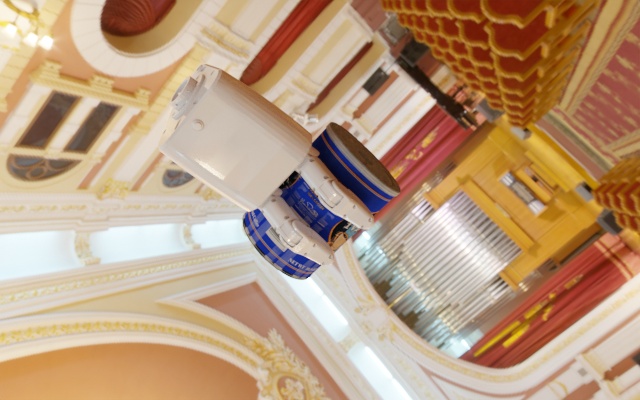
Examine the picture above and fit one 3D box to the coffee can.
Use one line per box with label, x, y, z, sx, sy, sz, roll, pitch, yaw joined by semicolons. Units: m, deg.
coffee can;0.000;0.002;0.513;0.140;0.102;0.103;-45;-16;16
